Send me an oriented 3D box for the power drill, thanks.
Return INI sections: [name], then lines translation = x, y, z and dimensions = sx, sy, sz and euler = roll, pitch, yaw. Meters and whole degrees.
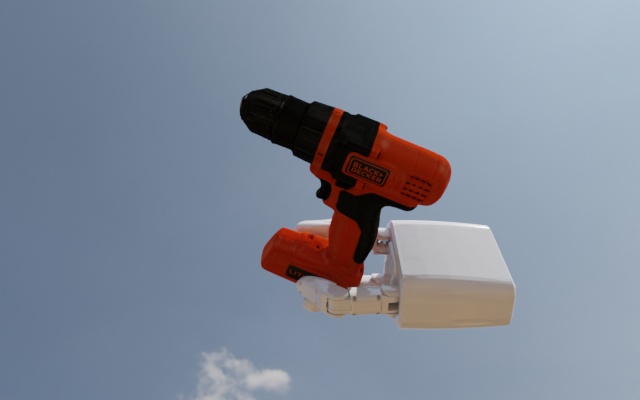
[power drill]
translation = 0.000, 0.002, 0.442
dimensions = 0.184, 0.188, 0.057
euler = 23, 42, 2
